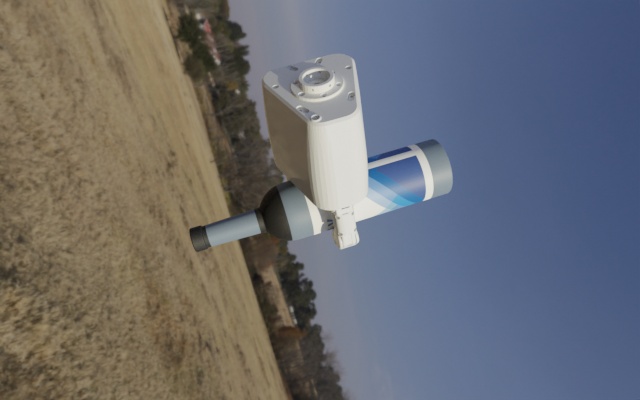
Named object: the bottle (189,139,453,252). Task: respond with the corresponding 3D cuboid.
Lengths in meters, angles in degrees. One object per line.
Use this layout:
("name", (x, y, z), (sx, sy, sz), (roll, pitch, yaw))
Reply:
("bottle", (0.000, 0.002, 0.542), (0.295, 0.069, 0.069), (-17, 2, -8))
